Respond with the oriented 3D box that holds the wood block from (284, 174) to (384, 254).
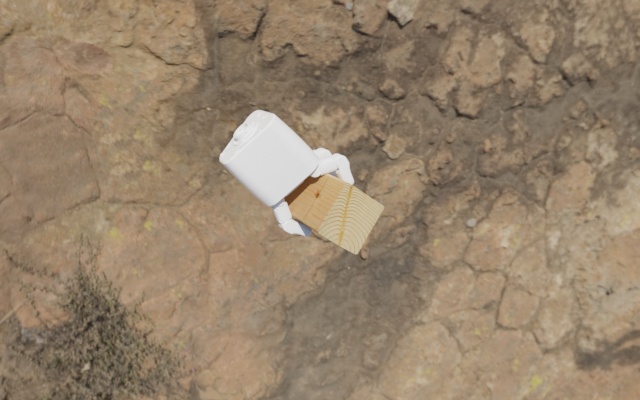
[{"bbox_3d":[0.000,0.003,0.816,0.090,0.091,0.206,31,-1,-32],"label":"wood block"}]
